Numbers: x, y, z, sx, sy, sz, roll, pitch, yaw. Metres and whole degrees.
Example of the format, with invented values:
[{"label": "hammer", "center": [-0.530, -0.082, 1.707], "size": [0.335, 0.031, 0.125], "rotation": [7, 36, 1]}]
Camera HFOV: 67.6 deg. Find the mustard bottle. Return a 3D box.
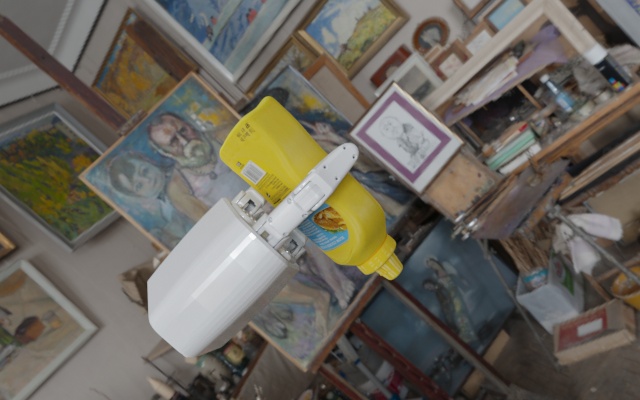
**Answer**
[{"label": "mustard bottle", "center": [0.000, 0.001, 0.424], "size": [0.058, 0.191, 0.096], "rotation": [-50, 7, -29]}]
